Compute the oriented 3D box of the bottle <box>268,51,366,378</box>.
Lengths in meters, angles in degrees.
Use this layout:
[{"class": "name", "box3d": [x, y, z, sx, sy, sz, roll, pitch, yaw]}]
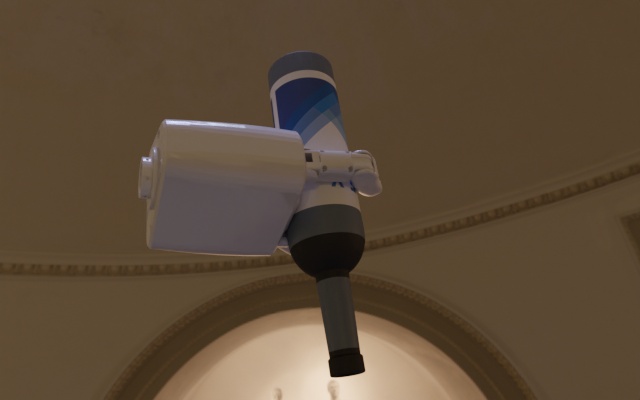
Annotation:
[{"class": "bottle", "box3d": [0.000, 0.001, 0.426, 0.069, 0.295, 0.069, -7, -26, -4]}]
